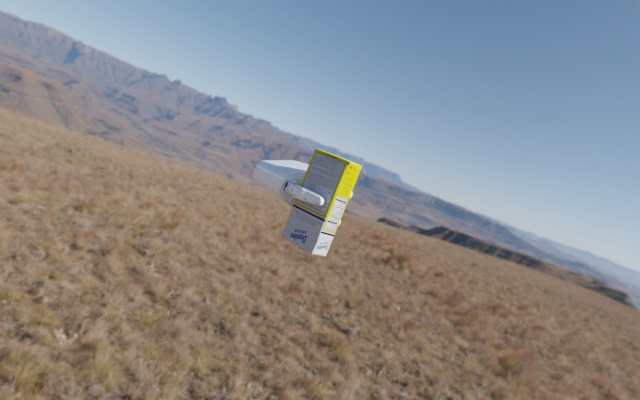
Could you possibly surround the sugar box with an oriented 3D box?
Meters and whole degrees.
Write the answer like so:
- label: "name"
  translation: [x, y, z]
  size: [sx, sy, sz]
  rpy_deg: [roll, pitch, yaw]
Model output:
- label: "sugar box"
  translation: [0.000, 0.003, 0.863]
  size: [0.048, 0.176, 0.093]
  rpy_deg: [15, 8, -46]
